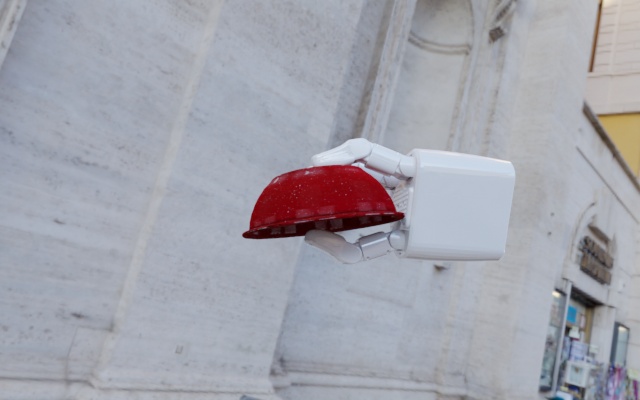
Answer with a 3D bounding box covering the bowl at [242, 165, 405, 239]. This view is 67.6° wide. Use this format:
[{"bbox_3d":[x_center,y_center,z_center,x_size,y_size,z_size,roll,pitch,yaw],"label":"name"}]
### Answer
[{"bbox_3d":[-0.001,0.001,0.476,0.162,0.055,0.162,-7,-8,-1],"label":"bowl"}]
